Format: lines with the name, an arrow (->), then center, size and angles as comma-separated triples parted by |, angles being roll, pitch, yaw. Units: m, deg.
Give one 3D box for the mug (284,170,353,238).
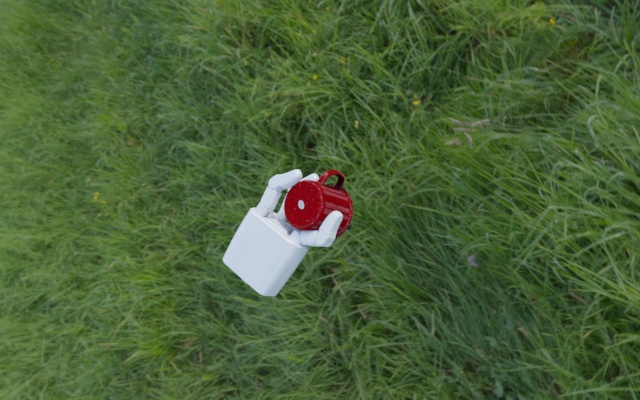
mug -> 0.001, 0.001, 0.784 | 0.093, 0.117, 0.081 | 38, 12, 35
